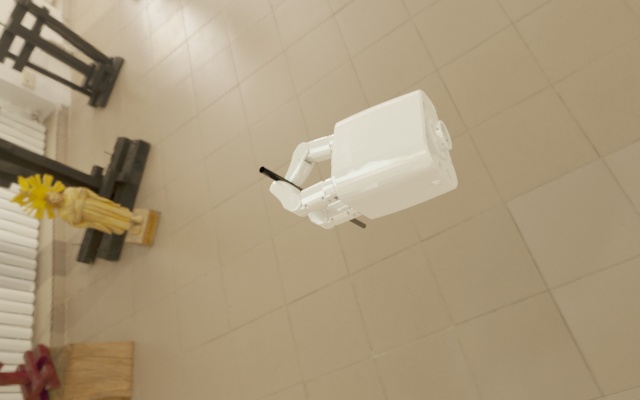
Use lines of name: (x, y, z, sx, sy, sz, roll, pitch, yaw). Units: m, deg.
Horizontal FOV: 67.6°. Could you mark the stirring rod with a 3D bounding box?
stirring rod: (0.000, 0.002, 0.626, 0.011, 0.011, 0.239, 0, -18, 35)
